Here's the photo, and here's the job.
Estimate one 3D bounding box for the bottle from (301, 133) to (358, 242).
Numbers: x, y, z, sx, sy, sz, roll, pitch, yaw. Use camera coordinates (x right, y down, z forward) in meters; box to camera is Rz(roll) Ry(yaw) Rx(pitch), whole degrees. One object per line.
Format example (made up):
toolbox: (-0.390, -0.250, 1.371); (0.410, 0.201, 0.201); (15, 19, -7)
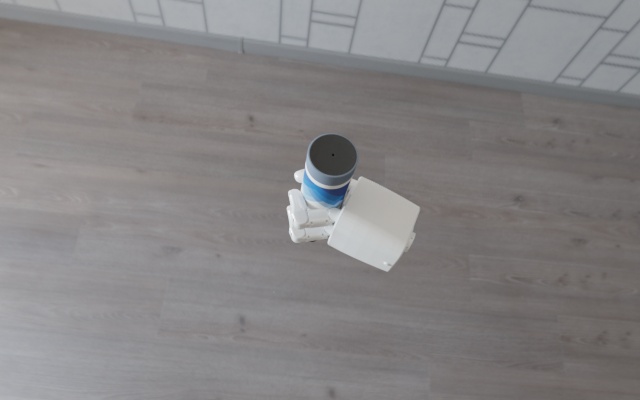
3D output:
bottle: (0.000, 0.002, 0.747); (0.069, 0.069, 0.296); (0, -25, -7)
